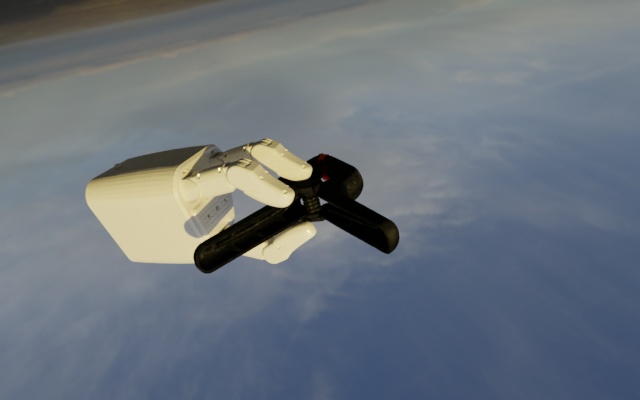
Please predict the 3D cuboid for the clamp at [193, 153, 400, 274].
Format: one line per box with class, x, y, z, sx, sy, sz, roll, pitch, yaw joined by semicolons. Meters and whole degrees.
clamp;0.000;0.002;0.444;0.164;0.036;0.210;-4;23;19
